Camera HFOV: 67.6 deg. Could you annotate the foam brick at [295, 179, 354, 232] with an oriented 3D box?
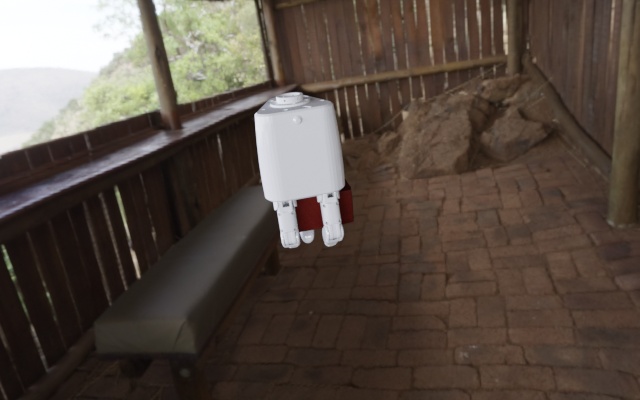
[{"bbox_3d":[0.000,0.002,0.629,0.078,0.051,0.053,-11,27,-9],"label":"foam brick"}]
